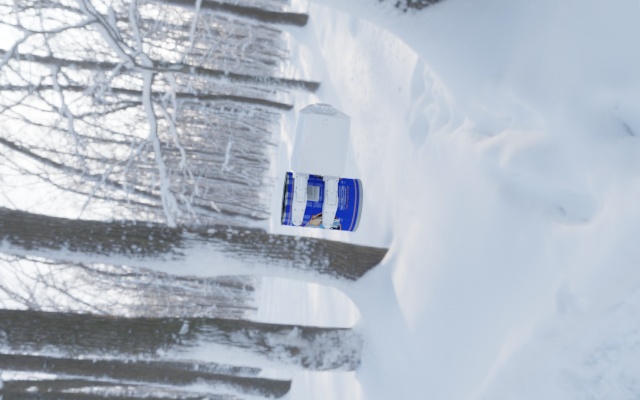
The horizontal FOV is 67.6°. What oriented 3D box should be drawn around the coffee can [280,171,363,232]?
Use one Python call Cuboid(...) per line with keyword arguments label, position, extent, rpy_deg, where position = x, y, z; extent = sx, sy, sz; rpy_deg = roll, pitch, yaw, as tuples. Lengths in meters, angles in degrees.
Cuboid(label="coffee can", position=(0.000, 0.003, 0.897), extent=(0.140, 0.103, 0.103), rpy_deg=(6, -1, -8))
